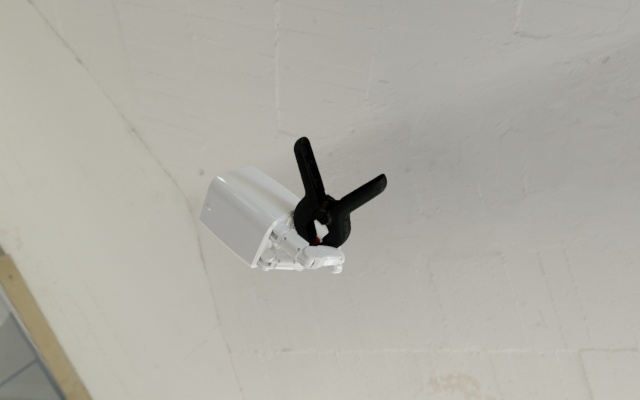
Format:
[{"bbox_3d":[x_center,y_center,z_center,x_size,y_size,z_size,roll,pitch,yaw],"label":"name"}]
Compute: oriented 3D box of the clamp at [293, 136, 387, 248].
[{"bbox_3d":[0.000,0.002,0.606,0.120,0.172,0.039,37,39,12],"label":"clamp"}]
